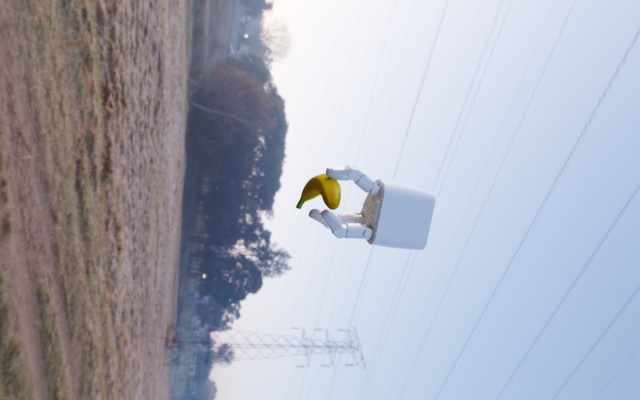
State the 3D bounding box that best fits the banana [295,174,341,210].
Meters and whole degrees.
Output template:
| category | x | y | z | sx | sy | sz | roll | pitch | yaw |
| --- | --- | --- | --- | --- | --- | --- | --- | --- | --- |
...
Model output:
| category | x | y | z | sx | sy | sz | roll | pitch | yaw |
| --- | --- | --- | --- | --- | --- | --- | --- | --- | --- |
| banana | 0.003 | -0.015 | 0.851 | 0.037 | 0.069 | 0.198 | 14 | -6 | -17 |
